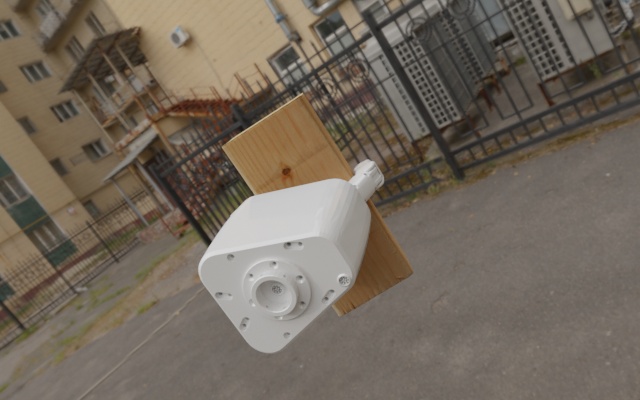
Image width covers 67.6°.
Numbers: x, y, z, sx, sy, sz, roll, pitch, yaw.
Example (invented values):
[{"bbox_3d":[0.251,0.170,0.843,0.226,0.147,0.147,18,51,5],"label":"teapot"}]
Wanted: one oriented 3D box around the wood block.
[{"bbox_3d":[0.000,0.001,0.497,0.091,0.206,0.090,-32,13,7],"label":"wood block"}]
